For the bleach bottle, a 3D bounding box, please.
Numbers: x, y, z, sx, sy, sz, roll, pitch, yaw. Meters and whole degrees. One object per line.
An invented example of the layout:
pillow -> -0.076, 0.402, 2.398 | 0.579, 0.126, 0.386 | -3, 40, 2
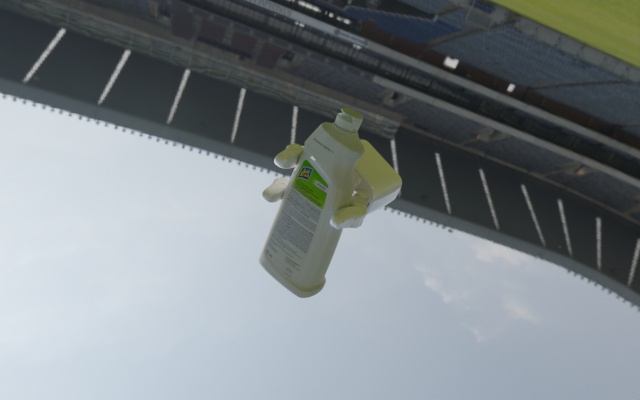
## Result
bleach bottle -> 0.000, 0.002, 0.631 | 0.102, 0.251, 0.068 | 35, 28, 23
